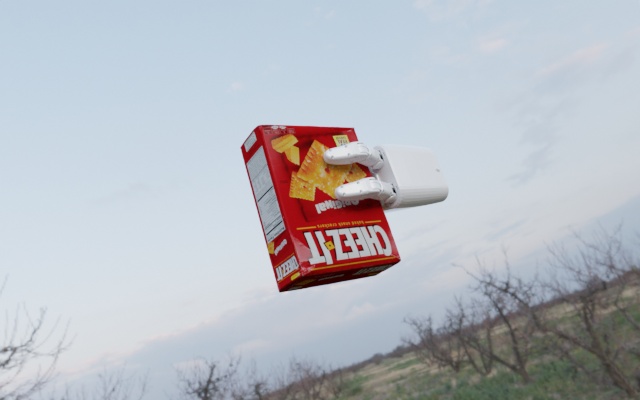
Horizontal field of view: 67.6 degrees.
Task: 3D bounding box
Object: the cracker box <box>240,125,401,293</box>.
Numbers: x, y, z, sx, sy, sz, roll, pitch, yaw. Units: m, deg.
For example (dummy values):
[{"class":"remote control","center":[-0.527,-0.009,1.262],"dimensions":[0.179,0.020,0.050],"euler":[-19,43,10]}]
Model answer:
[{"class":"cracker box","center":[0.000,0.002,0.649],"dimensions":[0.164,0.213,0.072],"euler":[-3,-24,-35]}]
